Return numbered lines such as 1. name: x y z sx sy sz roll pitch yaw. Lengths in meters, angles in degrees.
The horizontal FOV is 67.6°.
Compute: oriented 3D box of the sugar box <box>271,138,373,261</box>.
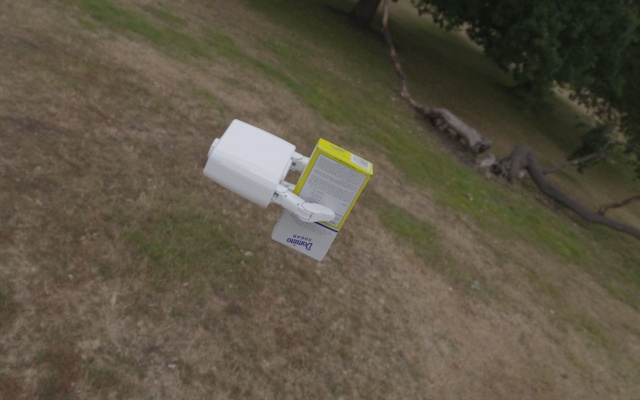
1. sugar box: 0.000 0.002 0.745 0.093 0.176 0.048 26 28 -7
